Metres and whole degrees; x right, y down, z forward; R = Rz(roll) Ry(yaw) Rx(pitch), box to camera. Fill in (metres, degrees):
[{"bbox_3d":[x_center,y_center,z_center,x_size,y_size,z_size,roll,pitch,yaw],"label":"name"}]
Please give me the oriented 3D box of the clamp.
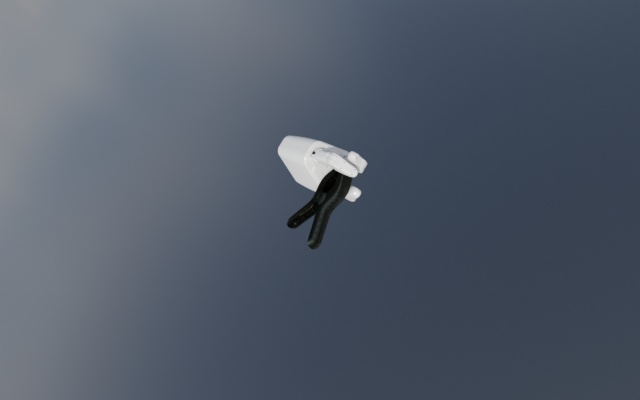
[{"bbox_3d":[0.000,0.003,0.899,0.039,0.171,0.120,38,-10,-37],"label":"clamp"}]
